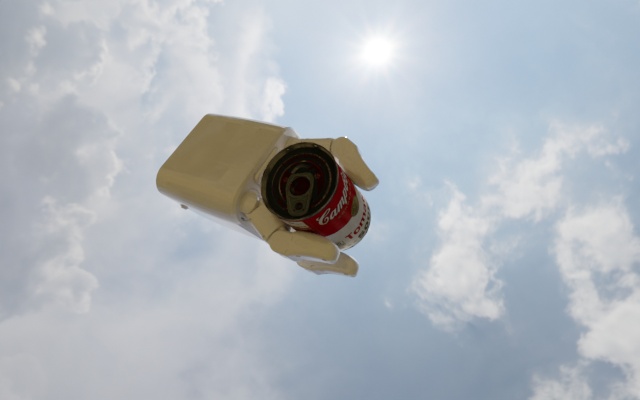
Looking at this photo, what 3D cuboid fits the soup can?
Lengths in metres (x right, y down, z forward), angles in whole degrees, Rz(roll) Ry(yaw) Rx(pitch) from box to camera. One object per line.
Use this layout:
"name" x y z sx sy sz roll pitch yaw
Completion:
"soup can" 0.001 0.001 0.424 0.068 0.068 0.102 0 -21 22
